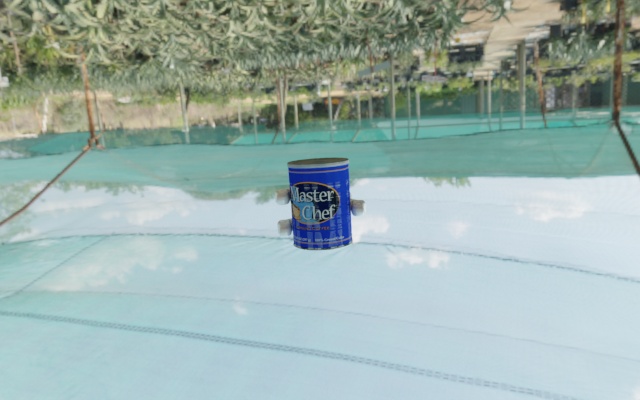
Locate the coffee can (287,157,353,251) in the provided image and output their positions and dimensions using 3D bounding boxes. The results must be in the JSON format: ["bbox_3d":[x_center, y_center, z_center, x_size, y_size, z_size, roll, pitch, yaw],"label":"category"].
[{"bbox_3d":[0.000,0.002,0.801,0.103,0.140,0.103,-3,10,1],"label":"coffee can"}]
